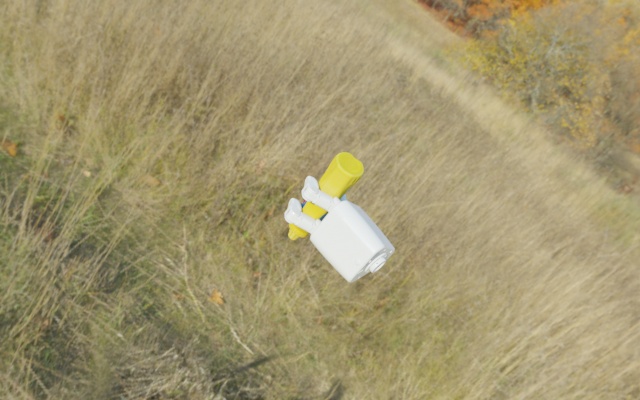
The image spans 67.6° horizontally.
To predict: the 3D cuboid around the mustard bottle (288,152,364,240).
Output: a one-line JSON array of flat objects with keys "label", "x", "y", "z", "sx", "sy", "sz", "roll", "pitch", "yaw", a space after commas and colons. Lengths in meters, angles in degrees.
[{"label": "mustard bottle", "x": 0.000, "y": 0.002, "z": 0.872, "sx": 0.058, "sy": 0.192, "sz": 0.096, "roll": 38, "pitch": 25, "yaw": -1}]
